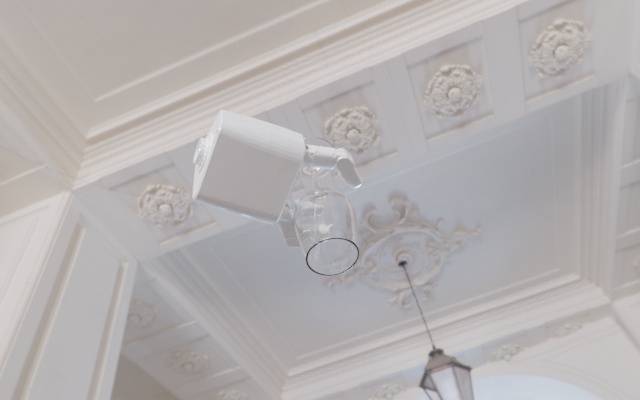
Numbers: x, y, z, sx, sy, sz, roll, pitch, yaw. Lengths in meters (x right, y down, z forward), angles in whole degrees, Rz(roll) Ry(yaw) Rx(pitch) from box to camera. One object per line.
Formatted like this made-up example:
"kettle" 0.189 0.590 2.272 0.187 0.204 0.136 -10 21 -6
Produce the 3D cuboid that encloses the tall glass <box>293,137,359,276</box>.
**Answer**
"tall glass" 0.000 0.002 0.616 0.079 0.079 0.200 0 39 -11
